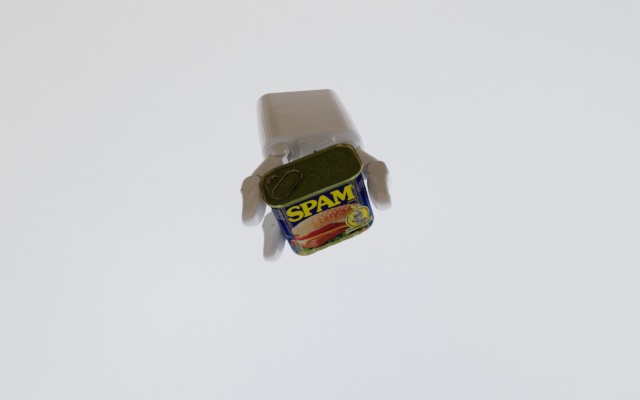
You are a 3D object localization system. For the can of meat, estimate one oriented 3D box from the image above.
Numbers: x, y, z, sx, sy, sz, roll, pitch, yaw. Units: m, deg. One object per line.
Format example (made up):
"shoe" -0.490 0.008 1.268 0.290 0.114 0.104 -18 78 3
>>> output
"can of meat" 0.000 0.002 0.492 0.102 0.084 0.057 -22 43 -1
